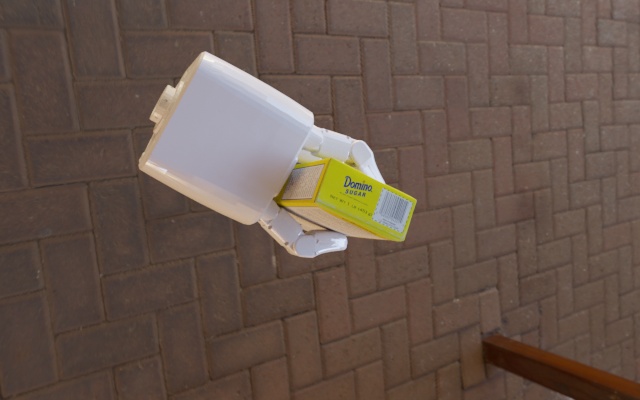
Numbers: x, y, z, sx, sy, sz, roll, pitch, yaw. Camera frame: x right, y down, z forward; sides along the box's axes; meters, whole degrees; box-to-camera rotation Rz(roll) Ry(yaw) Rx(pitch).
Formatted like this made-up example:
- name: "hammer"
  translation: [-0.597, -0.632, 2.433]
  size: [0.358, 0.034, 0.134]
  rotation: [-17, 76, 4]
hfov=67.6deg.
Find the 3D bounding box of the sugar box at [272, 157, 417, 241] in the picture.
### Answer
- name: "sugar box"
  translation: [0.000, 0.001, 0.462]
  size: [0.093, 0.048, 0.176]
  rotation: [25, -9, -25]
